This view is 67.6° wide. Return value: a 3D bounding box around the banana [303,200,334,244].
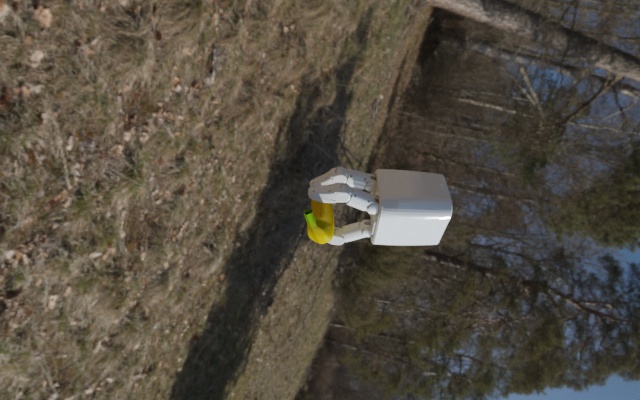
[{"bbox_3d":[0.001,0.021,0.727,0.037,0.070,0.197,-4,14,3],"label":"banana"}]
